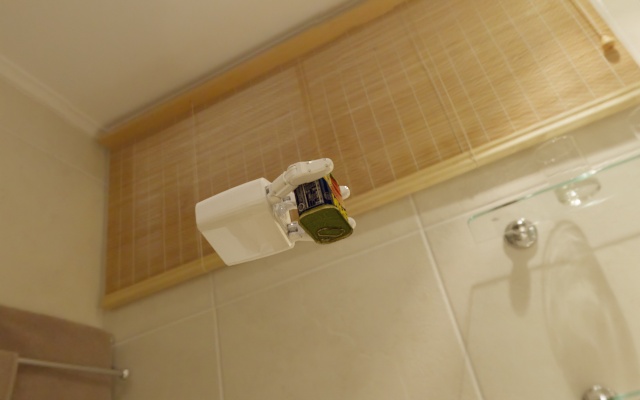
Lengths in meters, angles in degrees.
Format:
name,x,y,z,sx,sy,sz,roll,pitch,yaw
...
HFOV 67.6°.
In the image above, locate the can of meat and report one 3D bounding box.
name,x,y,z,sx,sy,sz,roll,pitch,yaw
can of meat,0.000,0.002,0.669,0.057,0.084,0.102,-21,-32,11
